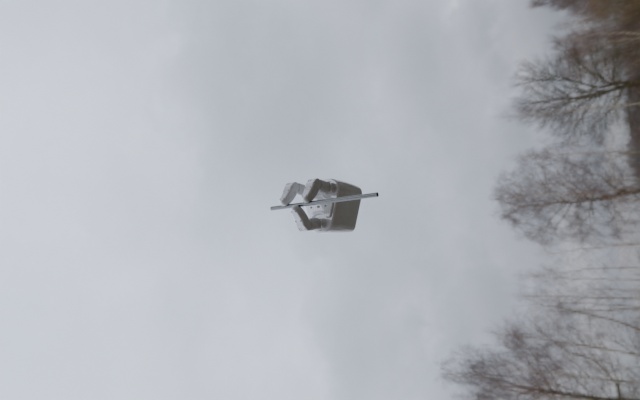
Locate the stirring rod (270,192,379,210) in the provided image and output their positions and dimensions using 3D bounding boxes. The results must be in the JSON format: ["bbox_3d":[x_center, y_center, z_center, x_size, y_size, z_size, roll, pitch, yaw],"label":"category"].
[{"bbox_3d":[0.000,0.003,0.896,0.239,0.011,0.011,-8,-4,34],"label":"stirring rod"}]
